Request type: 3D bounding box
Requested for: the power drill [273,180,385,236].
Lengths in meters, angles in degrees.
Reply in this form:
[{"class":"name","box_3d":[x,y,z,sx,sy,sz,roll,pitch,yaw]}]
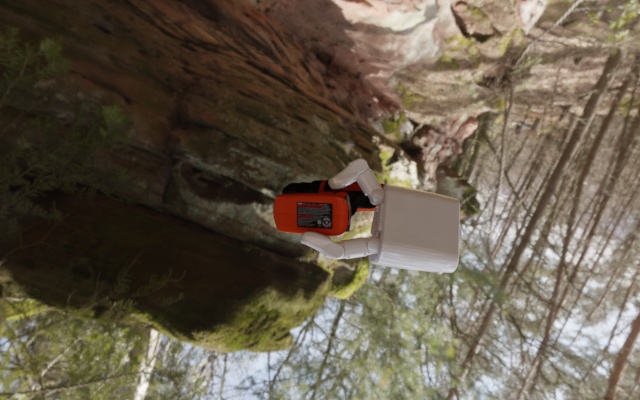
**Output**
[{"class":"power drill","box_3d":[0.000,0.003,0.723,0.184,0.057,0.187,0,11,20]}]
